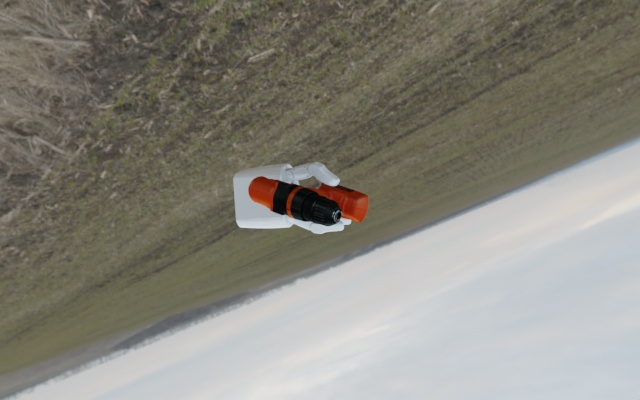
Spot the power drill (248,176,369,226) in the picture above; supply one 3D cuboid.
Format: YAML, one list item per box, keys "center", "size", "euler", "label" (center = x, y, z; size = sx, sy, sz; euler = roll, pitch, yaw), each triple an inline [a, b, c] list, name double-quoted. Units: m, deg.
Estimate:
- center: [0.000, 0.003, 0.801]
  size: [0.184, 0.057, 0.187]
  euler: [20, 9, 37]
  label: "power drill"
